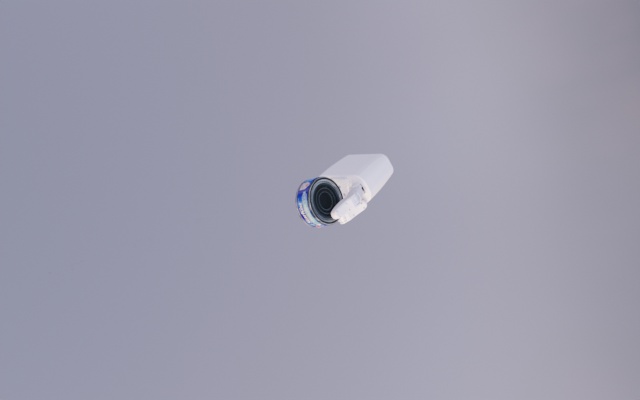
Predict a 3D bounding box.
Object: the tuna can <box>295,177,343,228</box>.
[{"bbox_3d":[0.000,0.003,0.817,0.086,0.086,0.034,0,-9,-43],"label":"tuna can"}]
